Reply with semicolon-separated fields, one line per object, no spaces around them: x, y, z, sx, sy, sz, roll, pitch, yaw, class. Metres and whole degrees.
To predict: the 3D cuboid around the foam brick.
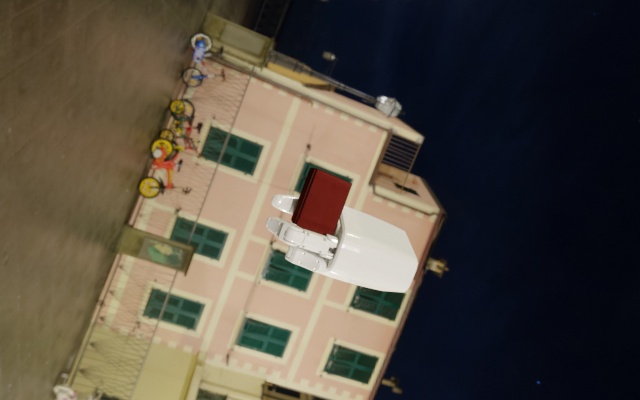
0.000;0.002;0.613;0.051;0.078;0.053;20;4;-10;foam brick
